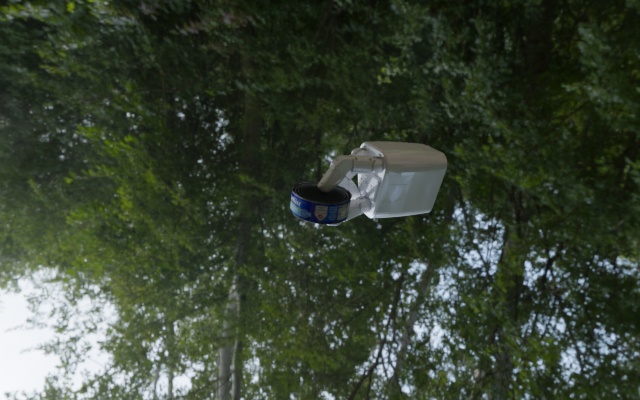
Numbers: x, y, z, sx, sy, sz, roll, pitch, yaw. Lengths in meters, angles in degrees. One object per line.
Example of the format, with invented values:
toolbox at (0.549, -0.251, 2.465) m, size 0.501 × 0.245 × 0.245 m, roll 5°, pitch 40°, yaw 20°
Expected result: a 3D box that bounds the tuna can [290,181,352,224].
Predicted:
tuna can at (0.000, 0.003, 0.679) m, size 0.086 × 0.034 × 0.086 m, roll 7°, pitch 21°, yaw -3°
